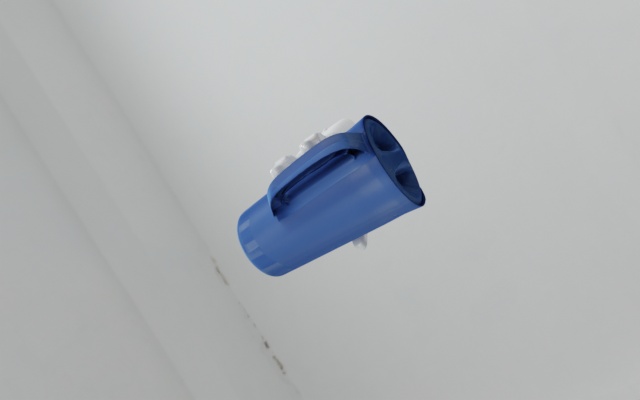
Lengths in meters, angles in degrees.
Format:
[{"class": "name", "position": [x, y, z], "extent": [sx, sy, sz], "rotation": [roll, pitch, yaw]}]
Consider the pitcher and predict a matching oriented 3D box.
[{"class": "pitcher", "position": [0.000, 0.002, 0.632], "extent": [0.243, 0.149, 0.145], "rotation": [-33, 15, 24]}]
